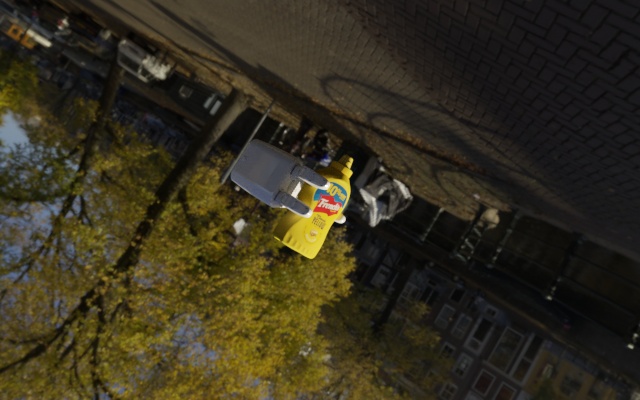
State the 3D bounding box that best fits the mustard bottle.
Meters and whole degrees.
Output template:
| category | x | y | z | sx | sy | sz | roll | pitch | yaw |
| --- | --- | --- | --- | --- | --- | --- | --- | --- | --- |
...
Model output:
| category | x | y | z | sx | sy | sz | roll | pitch | yaw |
| --- | --- | --- | --- | --- | --- | --- | --- | --- | --- |
| mustard bottle | 0.000 | 0.003 | 0.848 | 0.096 | 0.191 | 0.058 | 35 | -6 | -42 |
